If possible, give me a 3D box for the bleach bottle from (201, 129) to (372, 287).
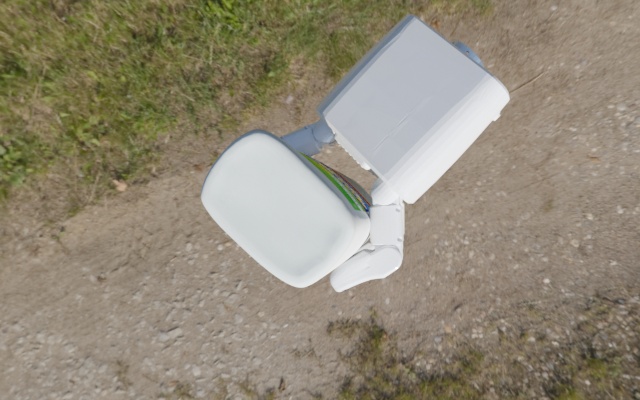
[{"bbox_3d":[0.000,0.001,0.408,0.102,0.068,0.251,43,10,7],"label":"bleach bottle"}]
